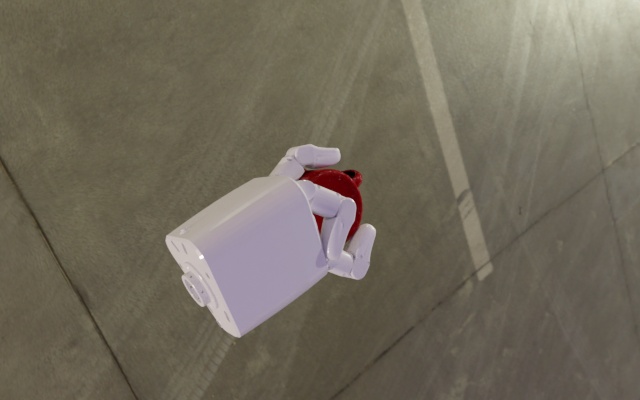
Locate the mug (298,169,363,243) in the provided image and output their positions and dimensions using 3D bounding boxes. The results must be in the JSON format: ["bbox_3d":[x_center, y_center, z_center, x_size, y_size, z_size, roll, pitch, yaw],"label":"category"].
[{"bbox_3d":[0.001,0.001,0.524,0.117,0.093,0.081,-36,19,-28],"label":"mug"}]
